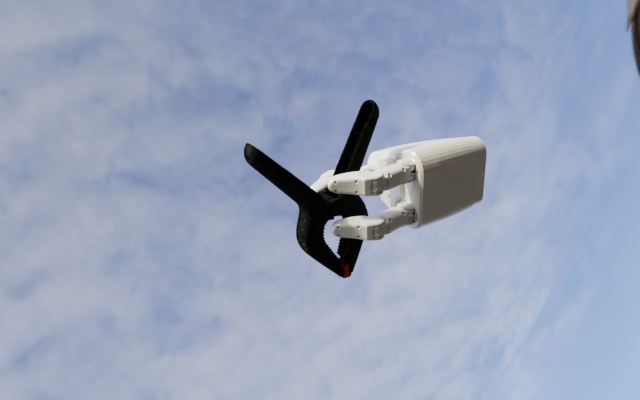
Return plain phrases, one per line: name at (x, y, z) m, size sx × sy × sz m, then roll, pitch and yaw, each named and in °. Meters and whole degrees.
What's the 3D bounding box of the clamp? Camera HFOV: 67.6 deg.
clamp at (0.000, 0.002, 0.548) m, size 0.164 × 0.210 × 0.036 m, roll -16°, pitch 27°, yaw -25°
